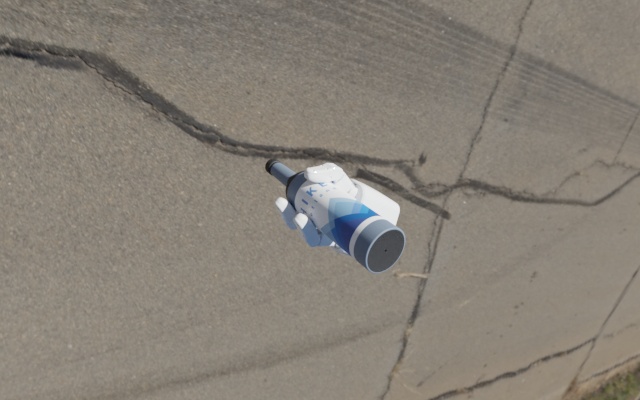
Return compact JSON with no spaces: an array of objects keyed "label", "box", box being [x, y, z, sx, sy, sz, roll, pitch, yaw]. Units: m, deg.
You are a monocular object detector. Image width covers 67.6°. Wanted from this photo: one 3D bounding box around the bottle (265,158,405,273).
[{"label":"bottle","box":[0.000,0.002,0.707,0.069,0.069,0.295,0,25,-38]}]
